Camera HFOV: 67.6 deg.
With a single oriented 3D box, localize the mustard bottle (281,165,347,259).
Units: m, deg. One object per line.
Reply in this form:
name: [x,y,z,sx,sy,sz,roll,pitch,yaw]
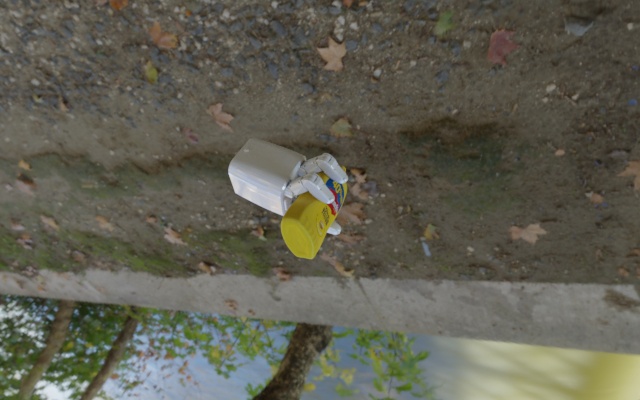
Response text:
mustard bottle: [0.000,0.003,0.830,0.058,0.096,0.191,5,44,28]
